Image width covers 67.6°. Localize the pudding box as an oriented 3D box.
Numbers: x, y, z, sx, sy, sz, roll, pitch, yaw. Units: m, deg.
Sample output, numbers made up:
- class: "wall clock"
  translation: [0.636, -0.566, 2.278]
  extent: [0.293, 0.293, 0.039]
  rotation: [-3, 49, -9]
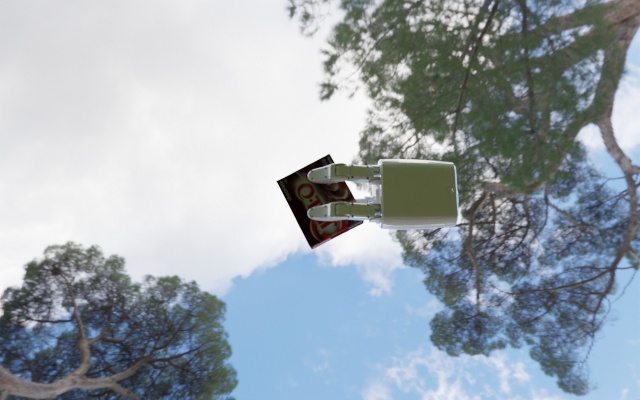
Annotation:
- class: "pudding box"
  translation: [0.000, 0.002, 0.697]
  extent: [0.090, 0.113, 0.039]
  rotation: [-28, -13, -5]
